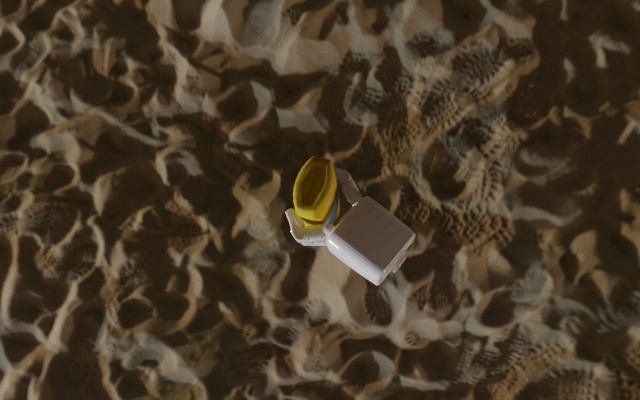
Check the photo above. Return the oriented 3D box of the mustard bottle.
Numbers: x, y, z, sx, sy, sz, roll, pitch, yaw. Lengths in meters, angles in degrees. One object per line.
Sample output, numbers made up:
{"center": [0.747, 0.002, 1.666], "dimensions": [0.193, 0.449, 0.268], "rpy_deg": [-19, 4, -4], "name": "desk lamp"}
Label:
{"center": [0.000, 0.002, 0.816], "dimensions": [0.058, 0.096, 0.192], "rpy_deg": [13, -15, 11], "name": "mustard bottle"}
